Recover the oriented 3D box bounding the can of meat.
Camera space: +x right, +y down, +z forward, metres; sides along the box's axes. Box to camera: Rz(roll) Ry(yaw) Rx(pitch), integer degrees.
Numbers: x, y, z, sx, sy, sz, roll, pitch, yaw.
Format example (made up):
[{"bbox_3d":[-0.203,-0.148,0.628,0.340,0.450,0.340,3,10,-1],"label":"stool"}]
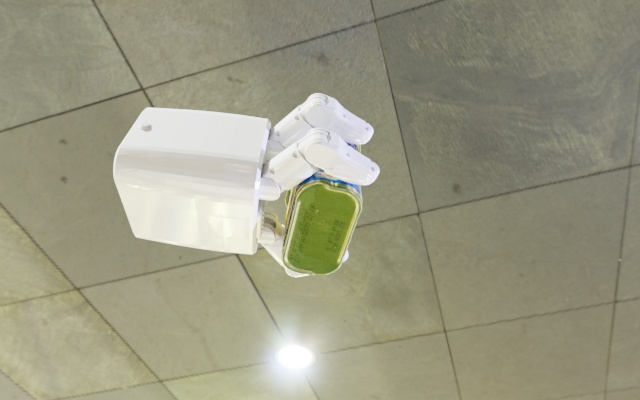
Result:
[{"bbox_3d":[0.000,0.002,0.409,0.057,0.102,0.084,10,37,-7],"label":"can of meat"}]
